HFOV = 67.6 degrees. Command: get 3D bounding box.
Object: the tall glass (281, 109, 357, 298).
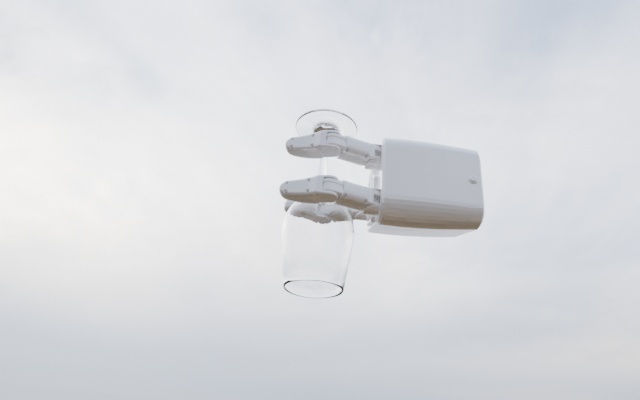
[{"bbox_3d":[0.000,0.001,0.526,0.079,0.201,0.079,4,-27,2],"label":"tall glass"}]
